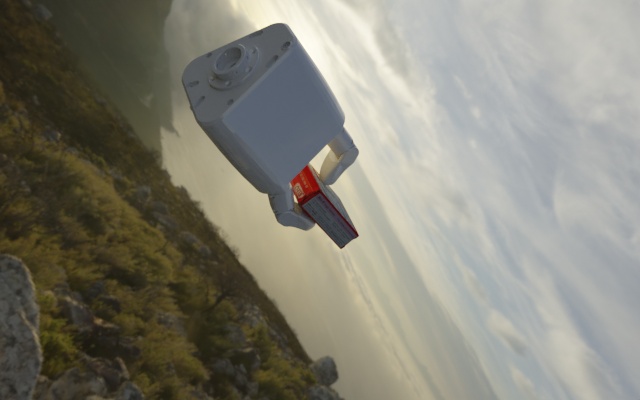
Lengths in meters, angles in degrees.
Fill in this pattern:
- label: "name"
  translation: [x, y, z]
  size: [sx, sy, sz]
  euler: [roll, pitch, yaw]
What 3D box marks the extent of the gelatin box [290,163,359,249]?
- label: "gelatin box"
  translation: [0.001, 0.002, 0.532]
  size: [0.089, 0.030, 0.073]
  euler: [48, 10, -38]
